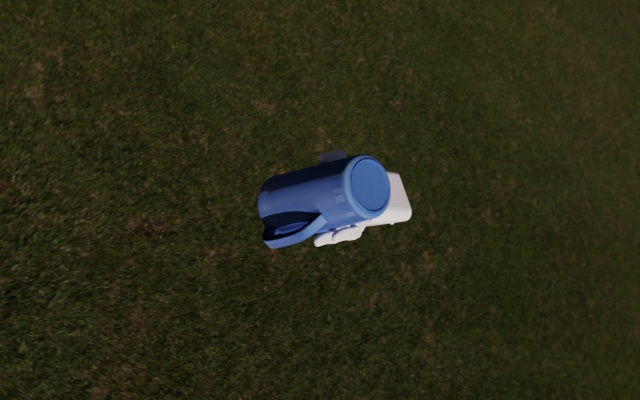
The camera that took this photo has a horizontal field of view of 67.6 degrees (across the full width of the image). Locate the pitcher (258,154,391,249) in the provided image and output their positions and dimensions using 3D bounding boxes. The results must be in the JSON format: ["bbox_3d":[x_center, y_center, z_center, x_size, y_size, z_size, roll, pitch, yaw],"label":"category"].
[{"bbox_3d":[0.000,0.003,0.854,0.145,0.149,0.243,1,-10,-40],"label":"pitcher"}]
